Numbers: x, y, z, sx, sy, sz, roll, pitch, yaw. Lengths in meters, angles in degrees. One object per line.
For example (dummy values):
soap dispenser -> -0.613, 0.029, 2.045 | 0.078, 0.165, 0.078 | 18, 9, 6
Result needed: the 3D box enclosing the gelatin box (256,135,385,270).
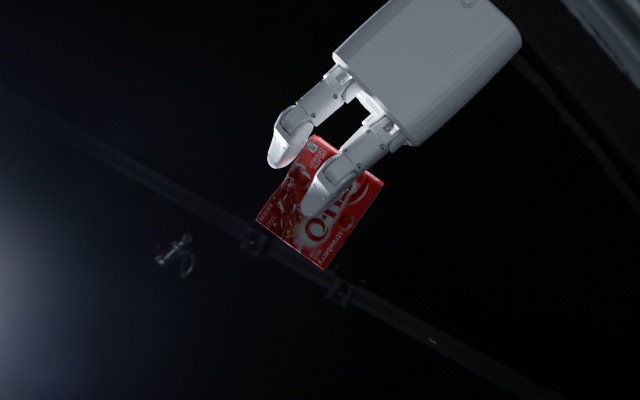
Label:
gelatin box -> 0.000, 0.002, 0.407 | 0.073, 0.089, 0.030 | 36, 9, 5
